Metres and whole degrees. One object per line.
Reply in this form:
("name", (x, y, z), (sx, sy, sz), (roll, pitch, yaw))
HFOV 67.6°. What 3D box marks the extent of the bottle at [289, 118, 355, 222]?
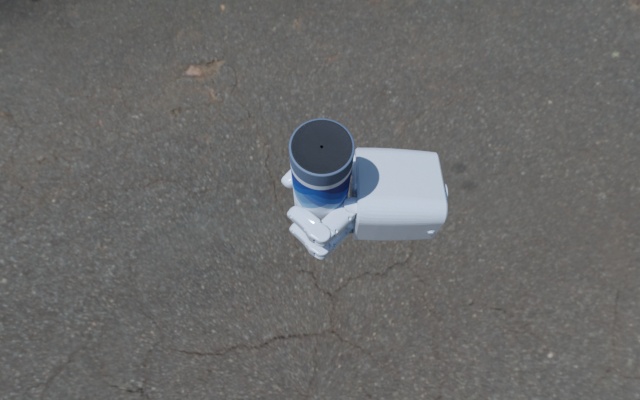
("bottle", (0.000, 0.002, 0.613), (0.069, 0.069, 0.296), (0, -22, -1))
